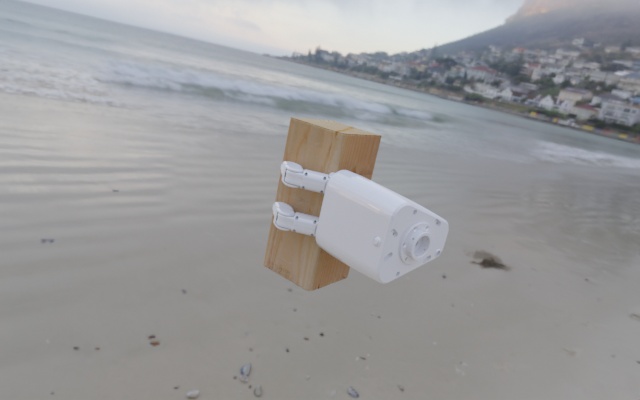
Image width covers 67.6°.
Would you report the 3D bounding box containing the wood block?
[{"bbox_3d":[0.001,0.002,0.638,0.090,0.206,0.091,23,18,34],"label":"wood block"}]
